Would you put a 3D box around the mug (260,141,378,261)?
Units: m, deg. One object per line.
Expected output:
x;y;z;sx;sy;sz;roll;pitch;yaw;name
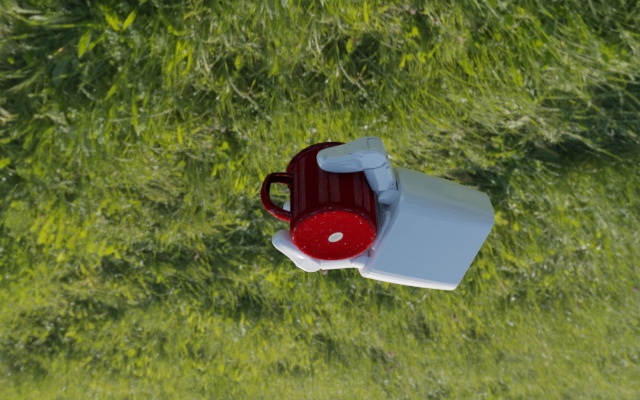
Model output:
-0.001;0.001;0.460;0.117;0.081;0.093;12;-45;-15;mug
